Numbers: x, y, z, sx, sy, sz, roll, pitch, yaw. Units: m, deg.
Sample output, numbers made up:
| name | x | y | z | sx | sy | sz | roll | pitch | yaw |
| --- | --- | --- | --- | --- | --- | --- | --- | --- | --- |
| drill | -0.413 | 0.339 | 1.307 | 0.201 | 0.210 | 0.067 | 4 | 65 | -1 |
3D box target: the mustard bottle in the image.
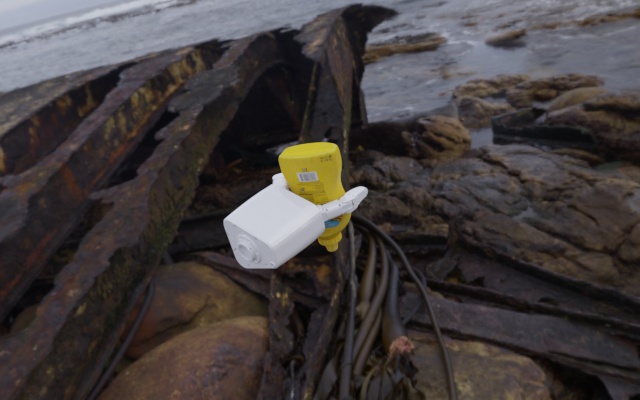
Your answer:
| name | x | y | z | sx | sy | sz | roll | pitch | yaw |
| --- | --- | --- | --- | --- | --- | --- | --- | --- | --- |
| mustard bottle | 0.000 | 0.002 | 0.786 | 0.096 | 0.192 | 0.058 | -4 | 29 | 20 |
